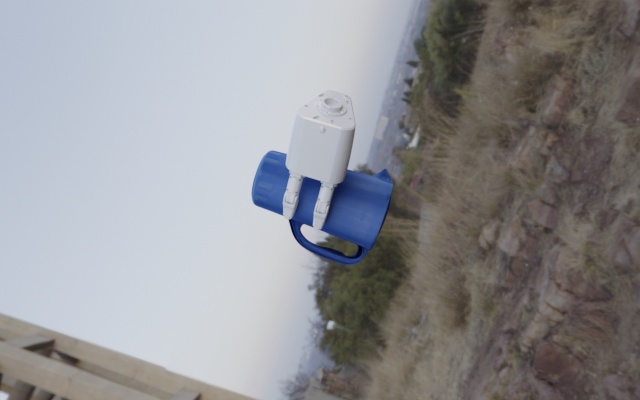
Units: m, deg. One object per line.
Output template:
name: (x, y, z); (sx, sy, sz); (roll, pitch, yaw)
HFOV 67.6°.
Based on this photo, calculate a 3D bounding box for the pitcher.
pitcher: (0.000, 0.003, 0.872); (0.243, 0.145, 0.149); (17, 44, 4)
